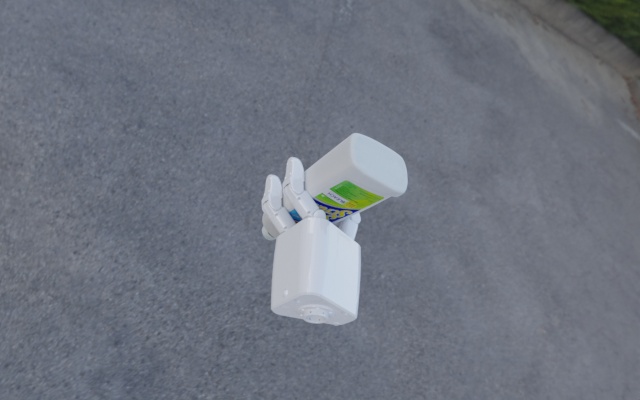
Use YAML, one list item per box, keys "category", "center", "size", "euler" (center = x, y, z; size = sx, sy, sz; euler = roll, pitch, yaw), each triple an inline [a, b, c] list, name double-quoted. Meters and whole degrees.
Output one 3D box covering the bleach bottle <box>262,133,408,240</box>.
- category: "bleach bottle"
  center: [0.000, 0.002, 0.686]
  size: [0.102, 0.068, 0.251]
  euler: [25, -39, -29]
